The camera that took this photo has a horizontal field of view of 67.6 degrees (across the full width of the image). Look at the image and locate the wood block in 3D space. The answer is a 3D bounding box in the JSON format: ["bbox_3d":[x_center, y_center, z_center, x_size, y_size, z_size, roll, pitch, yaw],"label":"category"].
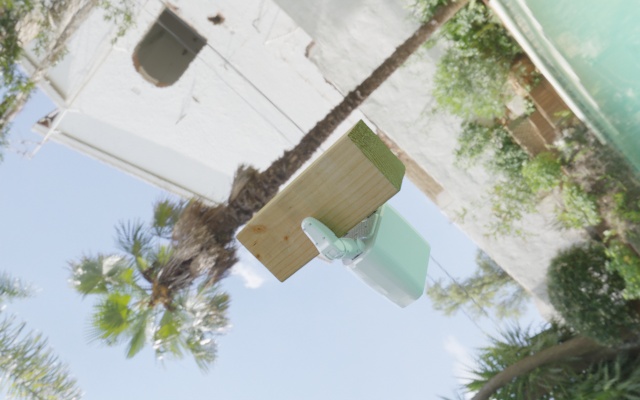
[{"bbox_3d":[0.000,0.003,0.617,0.206,0.090,0.090,-41,7,25],"label":"wood block"}]
